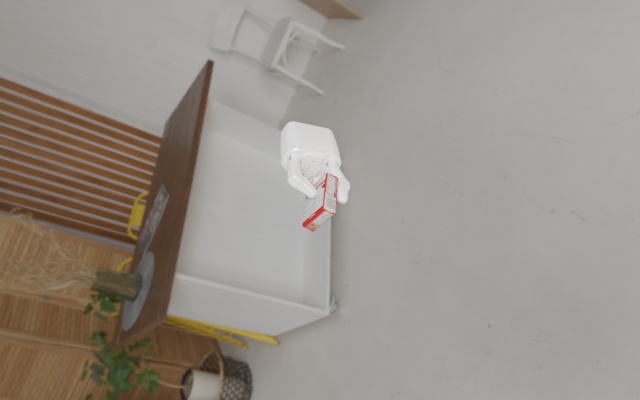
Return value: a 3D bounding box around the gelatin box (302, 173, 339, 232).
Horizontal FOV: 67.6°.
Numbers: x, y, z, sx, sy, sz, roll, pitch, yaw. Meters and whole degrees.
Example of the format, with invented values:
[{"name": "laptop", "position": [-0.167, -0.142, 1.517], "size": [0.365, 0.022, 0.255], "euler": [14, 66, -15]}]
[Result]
[{"name": "gelatin box", "position": [0.000, 0.003, 0.892], "size": [0.030, 0.089, 0.073], "euler": [26, -43, -23]}]
